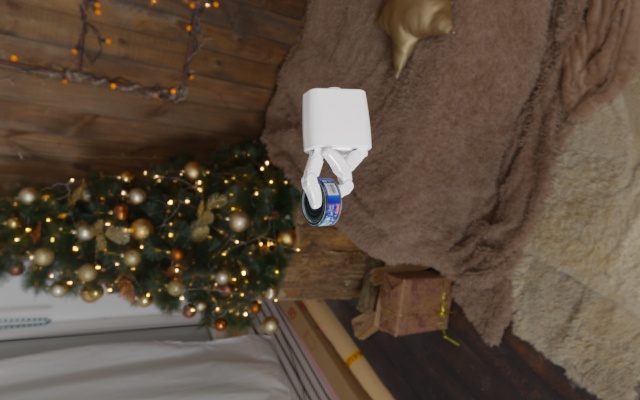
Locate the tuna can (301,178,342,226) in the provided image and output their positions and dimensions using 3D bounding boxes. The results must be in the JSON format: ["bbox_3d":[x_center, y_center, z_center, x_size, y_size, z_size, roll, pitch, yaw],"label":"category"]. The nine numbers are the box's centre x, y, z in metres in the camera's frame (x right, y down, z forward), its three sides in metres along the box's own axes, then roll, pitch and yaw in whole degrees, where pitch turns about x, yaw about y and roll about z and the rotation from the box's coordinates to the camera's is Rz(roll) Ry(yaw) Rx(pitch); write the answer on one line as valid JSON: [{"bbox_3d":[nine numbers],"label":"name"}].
[{"bbox_3d":[0.000,0.003,0.842,0.034,0.086,0.086,-2,1,-33],"label":"tuna can"}]
